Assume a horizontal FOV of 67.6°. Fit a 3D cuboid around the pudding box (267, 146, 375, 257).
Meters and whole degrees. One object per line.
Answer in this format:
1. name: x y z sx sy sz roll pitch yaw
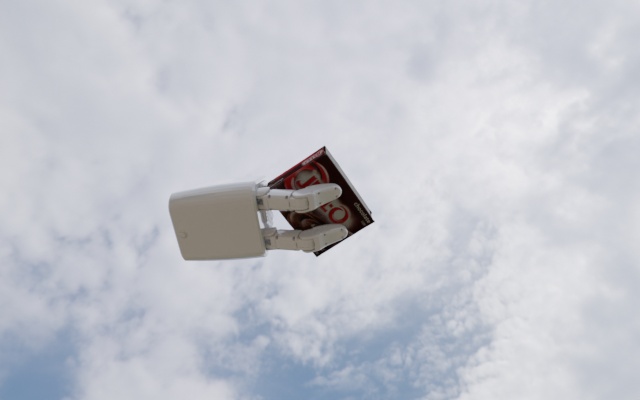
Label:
1. pudding box: 0.000 0.002 0.598 0.090 0.113 0.039 -32 22 14
